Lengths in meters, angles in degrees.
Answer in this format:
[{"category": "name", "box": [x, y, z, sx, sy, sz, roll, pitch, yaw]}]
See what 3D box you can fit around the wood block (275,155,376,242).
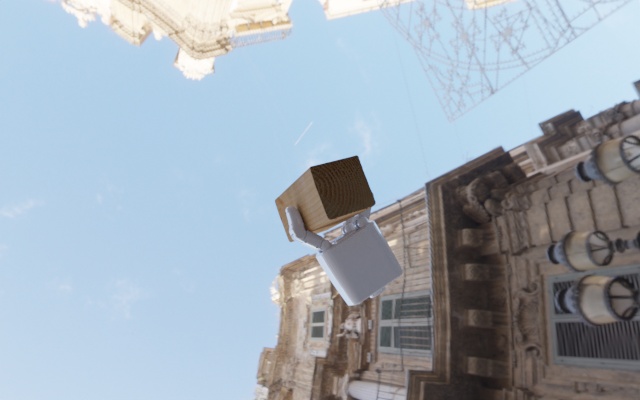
[{"category": "wood block", "box": [0.000, 0.003, 0.837, 0.091, 0.090, 0.206, -17, -8, -25]}]
